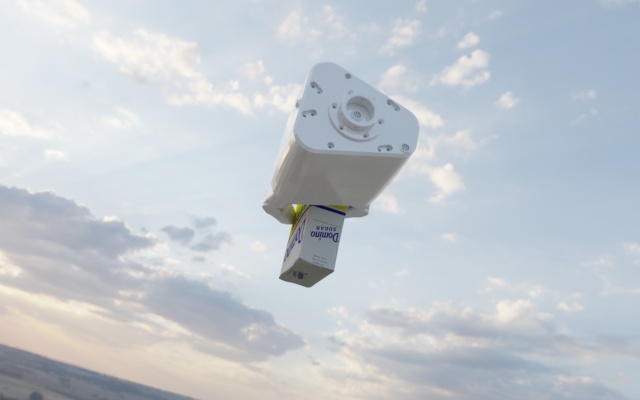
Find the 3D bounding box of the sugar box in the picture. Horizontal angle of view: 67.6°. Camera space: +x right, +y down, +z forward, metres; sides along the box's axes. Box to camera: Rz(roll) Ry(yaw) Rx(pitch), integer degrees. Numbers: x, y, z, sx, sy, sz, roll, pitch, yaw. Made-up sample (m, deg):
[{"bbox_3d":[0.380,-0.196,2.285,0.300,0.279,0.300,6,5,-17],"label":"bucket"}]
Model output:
[{"bbox_3d":[0.000,0.001,0.536,0.048,0.176,0.093,20,-25,-10],"label":"sugar box"}]
